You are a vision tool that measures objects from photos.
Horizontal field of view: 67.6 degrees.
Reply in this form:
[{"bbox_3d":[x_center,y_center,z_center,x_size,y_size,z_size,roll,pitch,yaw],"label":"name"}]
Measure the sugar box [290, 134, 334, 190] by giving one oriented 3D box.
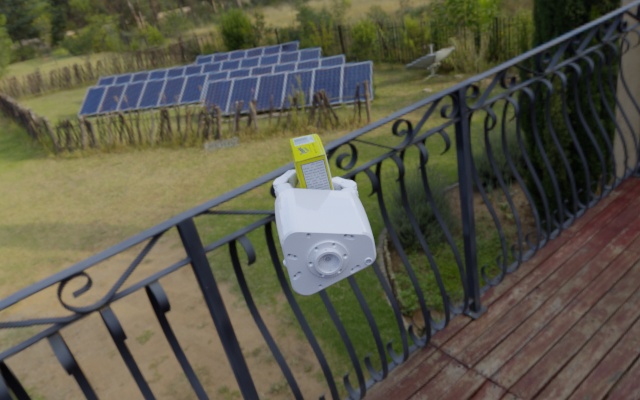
[{"bbox_3d":[0.000,0.002,0.680,0.048,0.176,0.093,-13,27,-2],"label":"sugar box"}]
